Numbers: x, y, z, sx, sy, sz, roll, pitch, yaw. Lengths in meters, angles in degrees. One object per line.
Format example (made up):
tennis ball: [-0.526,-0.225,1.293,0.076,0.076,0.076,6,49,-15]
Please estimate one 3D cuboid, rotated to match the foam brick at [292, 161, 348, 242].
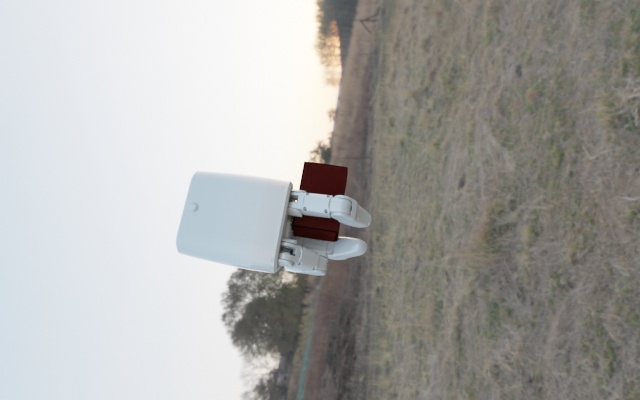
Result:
foam brick: [0.000,0.002,0.541,0.051,0.078,0.053,9,-17,3]
